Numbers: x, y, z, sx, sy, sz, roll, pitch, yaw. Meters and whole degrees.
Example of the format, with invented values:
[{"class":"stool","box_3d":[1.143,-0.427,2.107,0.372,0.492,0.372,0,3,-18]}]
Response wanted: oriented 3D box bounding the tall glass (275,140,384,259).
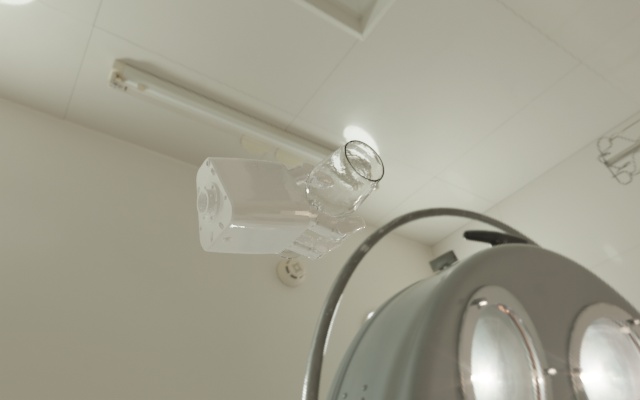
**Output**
[{"class":"tall glass","box_3d":[0.000,0.002,0.649,0.079,0.079,0.201,0,-31,-40]}]
